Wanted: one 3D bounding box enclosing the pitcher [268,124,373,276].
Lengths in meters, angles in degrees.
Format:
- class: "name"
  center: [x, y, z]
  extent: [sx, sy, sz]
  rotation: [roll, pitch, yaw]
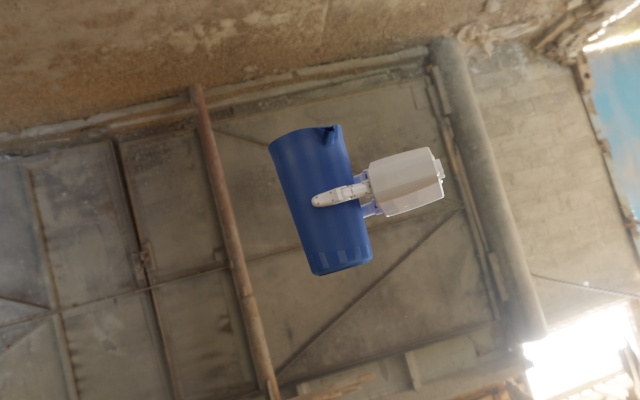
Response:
- class: "pitcher"
  center: [0.000, 0.003, 0.827]
  extent: [0.145, 0.243, 0.149]
  rotation: [-18, -7, 11]
